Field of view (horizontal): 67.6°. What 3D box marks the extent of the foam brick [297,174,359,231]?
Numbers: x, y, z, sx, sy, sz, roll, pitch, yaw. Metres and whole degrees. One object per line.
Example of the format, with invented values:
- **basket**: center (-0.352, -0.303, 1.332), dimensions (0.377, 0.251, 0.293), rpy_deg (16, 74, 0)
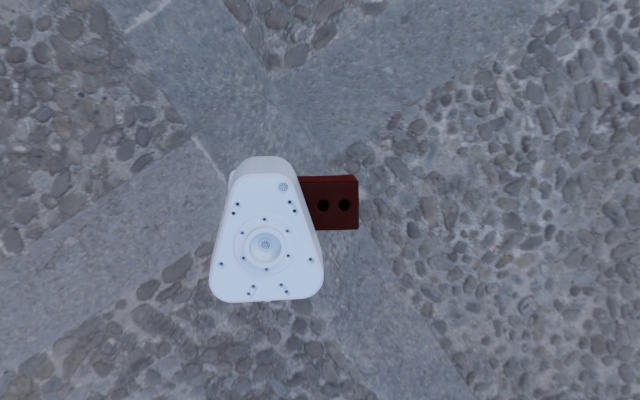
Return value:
- **foam brick**: center (0.000, 0.002, 0.506), dimensions (0.078, 0.053, 0.051), rpy_deg (-2, 10, -5)
